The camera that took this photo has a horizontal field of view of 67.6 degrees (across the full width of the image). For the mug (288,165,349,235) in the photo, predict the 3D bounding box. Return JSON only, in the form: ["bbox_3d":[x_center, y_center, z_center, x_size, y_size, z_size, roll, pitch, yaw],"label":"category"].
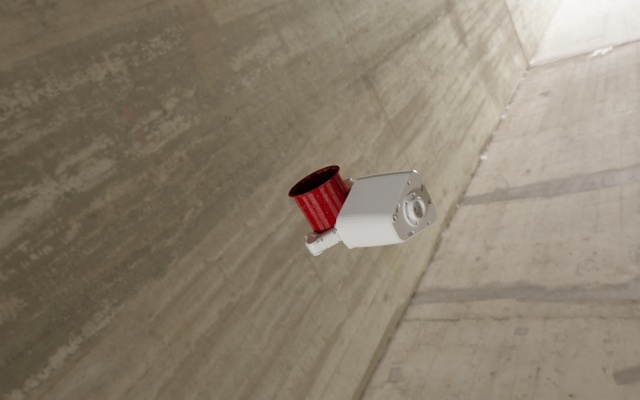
[{"bbox_3d":[-0.001,0.003,0.781,0.117,0.081,0.093,-8,28,49],"label":"mug"}]
